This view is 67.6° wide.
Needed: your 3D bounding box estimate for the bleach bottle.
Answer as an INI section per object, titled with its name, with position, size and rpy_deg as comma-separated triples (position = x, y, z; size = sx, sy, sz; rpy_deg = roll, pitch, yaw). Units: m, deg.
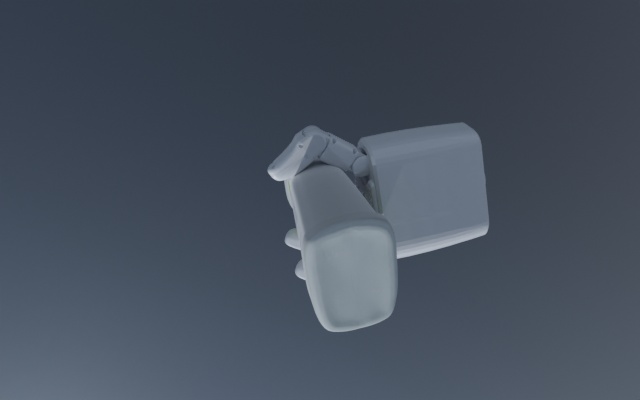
[bleach bottle]
position = 0.000, 0.002, 0.449
size = 0.068, 0.103, 0.250
rpy_deg = -12, 30, -7
